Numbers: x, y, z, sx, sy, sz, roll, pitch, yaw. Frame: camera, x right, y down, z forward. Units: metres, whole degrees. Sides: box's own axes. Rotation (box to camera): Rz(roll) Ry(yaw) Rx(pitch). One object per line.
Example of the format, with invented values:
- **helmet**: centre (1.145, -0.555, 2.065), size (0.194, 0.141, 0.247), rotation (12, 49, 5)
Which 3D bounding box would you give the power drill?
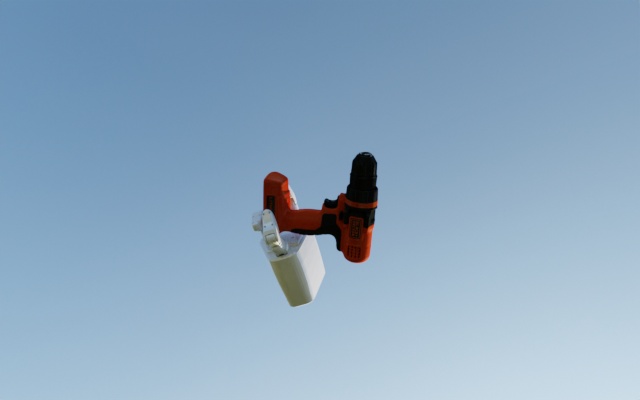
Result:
- **power drill**: centre (0.000, 0.003, 0.778), size (0.187, 0.184, 0.057), rotation (10, 19, 18)
